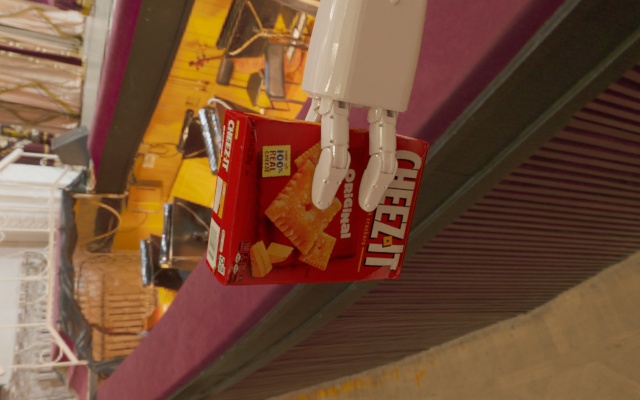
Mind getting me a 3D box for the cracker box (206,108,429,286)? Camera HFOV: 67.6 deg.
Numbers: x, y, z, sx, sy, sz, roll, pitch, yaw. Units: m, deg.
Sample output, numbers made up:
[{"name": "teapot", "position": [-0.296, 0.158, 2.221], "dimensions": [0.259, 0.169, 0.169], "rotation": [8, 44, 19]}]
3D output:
[{"name": "cracker box", "position": [0.000, 0.002, 0.502], "dimensions": [0.214, 0.164, 0.072], "rotation": [3, 14, -29]}]
